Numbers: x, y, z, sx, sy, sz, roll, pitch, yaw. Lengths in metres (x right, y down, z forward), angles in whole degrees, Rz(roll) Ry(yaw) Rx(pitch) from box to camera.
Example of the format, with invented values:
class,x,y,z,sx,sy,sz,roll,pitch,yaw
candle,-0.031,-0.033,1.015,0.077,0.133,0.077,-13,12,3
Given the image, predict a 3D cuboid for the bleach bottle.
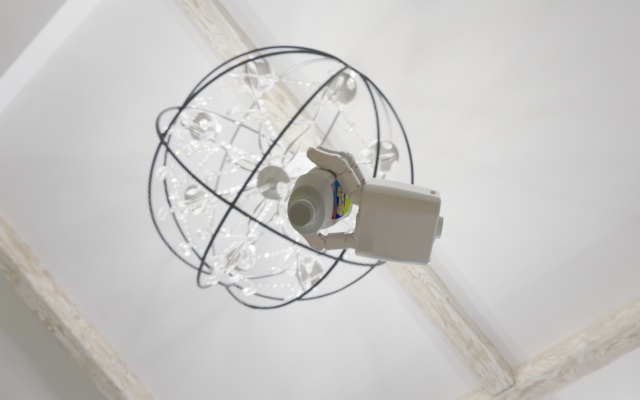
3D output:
class,x,y,z,sx,sy,sz,roll,pitch,yaw
bleach bottle,0.000,0.002,0.683,0.068,0.102,0.251,7,12,10
